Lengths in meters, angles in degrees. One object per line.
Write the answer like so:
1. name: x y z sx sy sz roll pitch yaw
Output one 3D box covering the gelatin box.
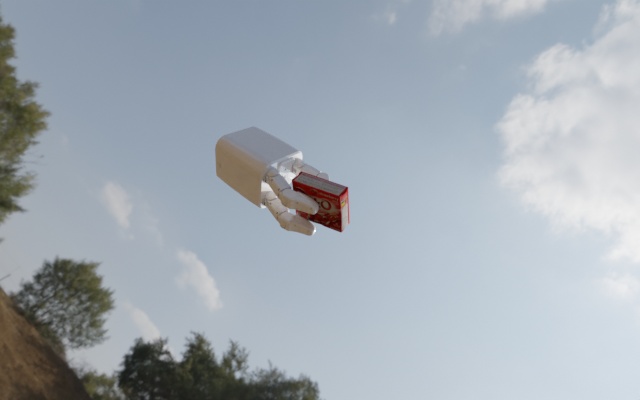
1. gelatin box: 0.001 0.002 0.739 0.089 0.073 0.030 19 45 26
